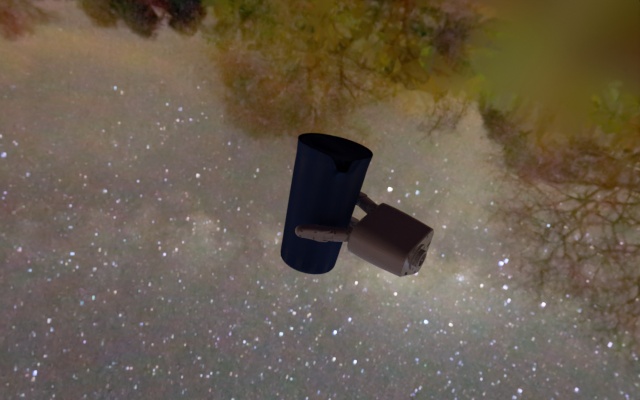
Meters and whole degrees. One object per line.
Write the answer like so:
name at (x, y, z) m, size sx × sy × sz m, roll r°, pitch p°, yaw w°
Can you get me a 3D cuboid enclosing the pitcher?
pitcher at (0.000, 0.003, 0.876) m, size 0.145 × 0.243 × 0.149 m, roll 26°, pitch 25°, yaw 27°
